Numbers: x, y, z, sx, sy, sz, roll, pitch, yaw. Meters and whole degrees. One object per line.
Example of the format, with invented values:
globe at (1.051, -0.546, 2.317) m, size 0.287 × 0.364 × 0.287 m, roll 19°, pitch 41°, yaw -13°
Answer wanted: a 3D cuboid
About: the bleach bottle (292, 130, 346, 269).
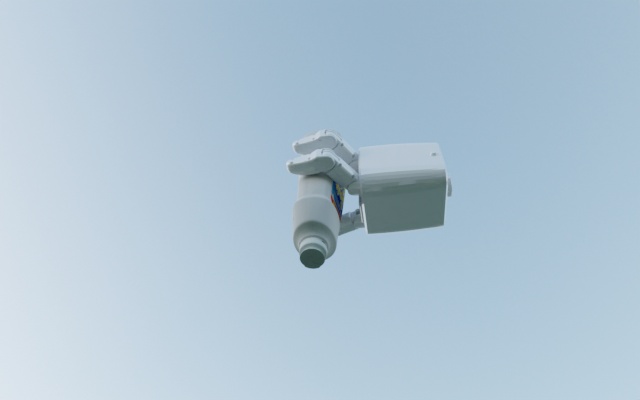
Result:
bleach bottle at (0.000, 0.002, 0.623) m, size 0.068 × 0.103 × 0.250 m, roll -6°, pitch 32°, yaw 8°
